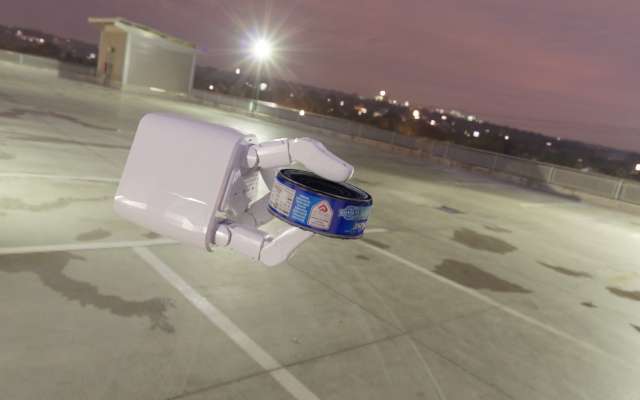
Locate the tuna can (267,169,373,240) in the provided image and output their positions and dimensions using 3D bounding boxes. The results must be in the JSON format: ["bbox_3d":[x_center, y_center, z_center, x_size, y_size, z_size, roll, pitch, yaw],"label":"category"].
[{"bbox_3d":[0.000,0.001,0.404,0.086,0.034,0.086,16,12,-3],"label":"tuna can"}]
